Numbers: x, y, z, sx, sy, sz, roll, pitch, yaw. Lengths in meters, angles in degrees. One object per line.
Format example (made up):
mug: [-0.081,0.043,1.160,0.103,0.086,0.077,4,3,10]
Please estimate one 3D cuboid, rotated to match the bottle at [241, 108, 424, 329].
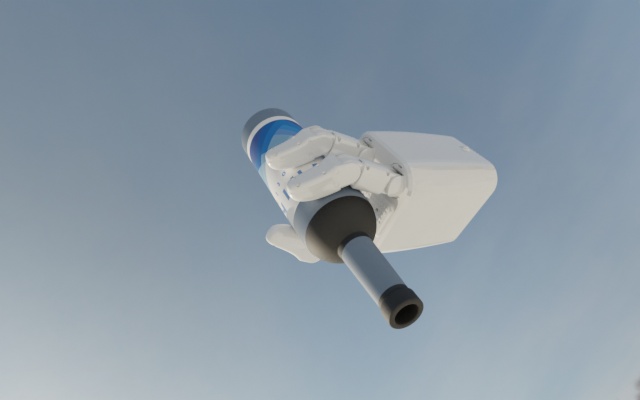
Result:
bottle: [0.000,0.001,0.434,0.069,0.069,0.295,0,31,-28]
